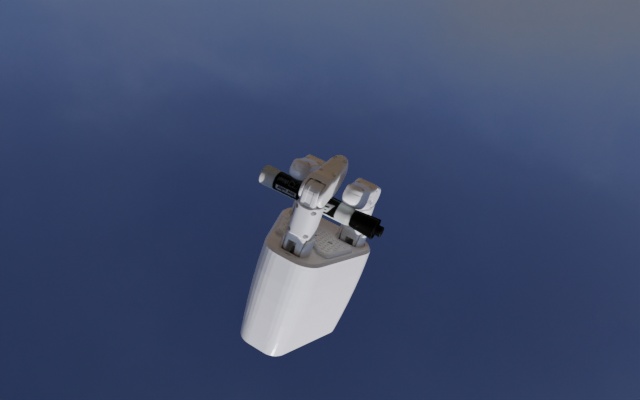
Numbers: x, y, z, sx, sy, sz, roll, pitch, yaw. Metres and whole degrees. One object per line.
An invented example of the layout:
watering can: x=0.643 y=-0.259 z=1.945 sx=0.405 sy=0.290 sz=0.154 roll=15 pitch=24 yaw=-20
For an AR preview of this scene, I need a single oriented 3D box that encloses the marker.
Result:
marker: x=0.000 y=0.001 z=0.418 sx=0.121 sy=0.020 sz=0.020 roll=27 pitch=9 yaw=18
